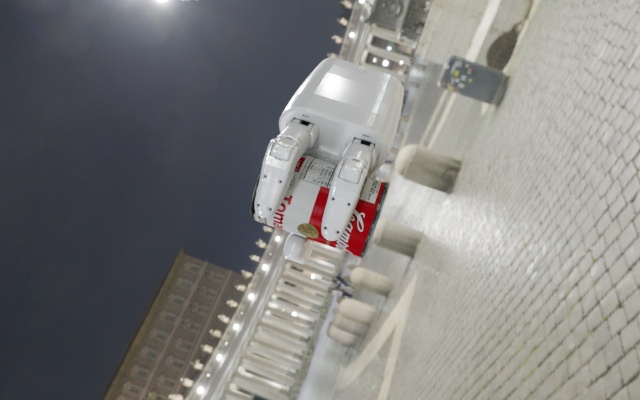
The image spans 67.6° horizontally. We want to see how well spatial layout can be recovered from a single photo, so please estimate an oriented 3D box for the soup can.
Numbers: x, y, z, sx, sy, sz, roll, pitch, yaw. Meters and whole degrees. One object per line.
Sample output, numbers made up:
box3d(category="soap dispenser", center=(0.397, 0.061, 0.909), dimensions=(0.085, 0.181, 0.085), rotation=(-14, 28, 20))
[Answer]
box3d(category="soup can", center=(0.000, 0.002, 0.409), dimensions=(0.102, 0.068, 0.068), rotation=(19, 2, 5))
